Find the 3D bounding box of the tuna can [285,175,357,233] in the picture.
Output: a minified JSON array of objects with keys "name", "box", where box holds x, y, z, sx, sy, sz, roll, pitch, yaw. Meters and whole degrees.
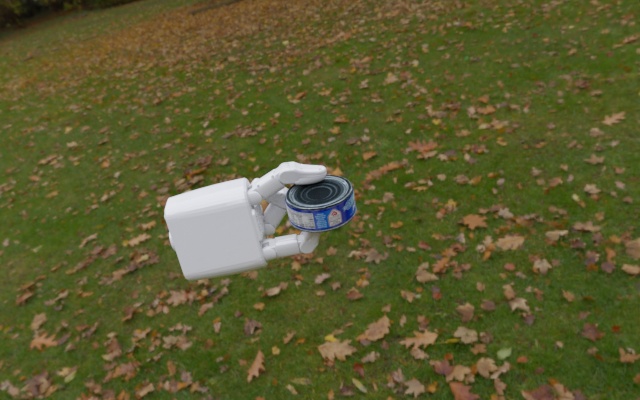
[{"name":"tuna can","box":[0.000,0.001,0.588,0.086,0.034,0.086,-8,30,4]}]
